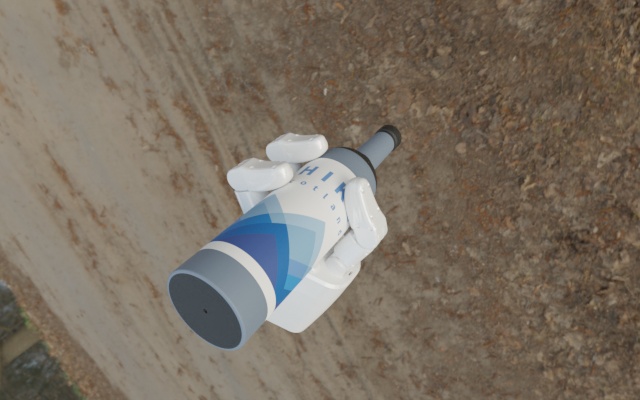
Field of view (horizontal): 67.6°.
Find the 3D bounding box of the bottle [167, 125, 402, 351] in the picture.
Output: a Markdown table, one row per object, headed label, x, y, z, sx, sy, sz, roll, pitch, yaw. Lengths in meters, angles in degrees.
| label | x | y | z | sx | sy | sz | roll | pitch | yaw |
| --- | --- | --- | --- | --- | --- | --- | --- | --- | --- |
| bottle | 0.000 | 0.001 | 0.414 | 0.069 | 0.069 | 0.295 | 0 | 29 | 36 |
